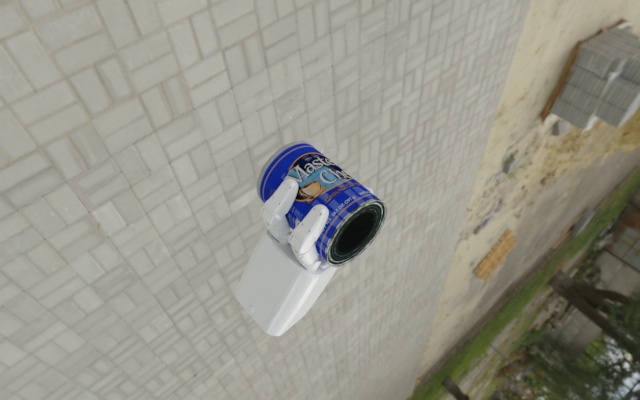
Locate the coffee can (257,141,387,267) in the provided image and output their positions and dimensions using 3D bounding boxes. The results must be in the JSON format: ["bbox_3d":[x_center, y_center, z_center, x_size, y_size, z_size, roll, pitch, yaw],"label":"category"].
[{"bbox_3d":[0.000,0.002,0.615,0.140,0.103,0.103,41,24,30],"label":"coffee can"}]
